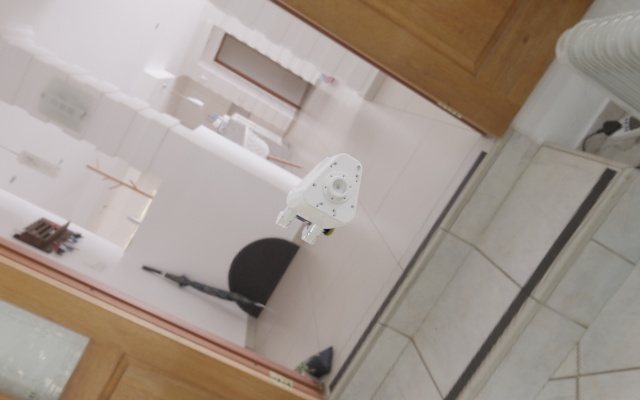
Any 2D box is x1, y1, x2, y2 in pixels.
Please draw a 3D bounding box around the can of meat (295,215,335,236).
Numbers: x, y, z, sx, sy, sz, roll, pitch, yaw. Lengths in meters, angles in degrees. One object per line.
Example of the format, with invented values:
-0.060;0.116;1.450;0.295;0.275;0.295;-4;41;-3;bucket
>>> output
0.000;0.003;0.893;0.084;0.102;0.057;29;-9;-12;can of meat
